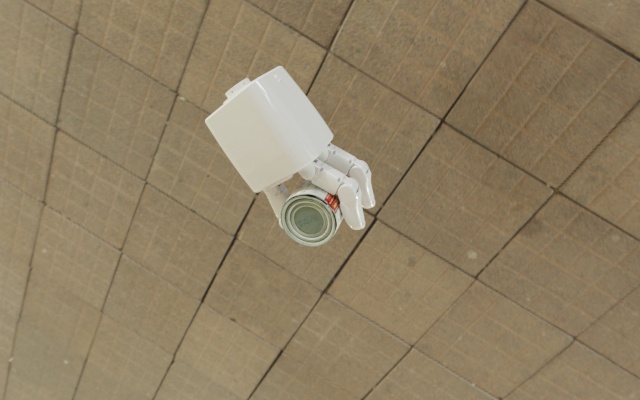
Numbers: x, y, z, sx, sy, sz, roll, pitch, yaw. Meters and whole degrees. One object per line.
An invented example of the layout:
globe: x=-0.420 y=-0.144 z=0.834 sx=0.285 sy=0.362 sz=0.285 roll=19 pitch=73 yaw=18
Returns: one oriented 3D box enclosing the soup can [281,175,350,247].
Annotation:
soup can: x=0.000 y=0.002 z=0.575 sx=0.068 sy=0.068 sz=0.102 roll=0 pitch=26 yaw=18
